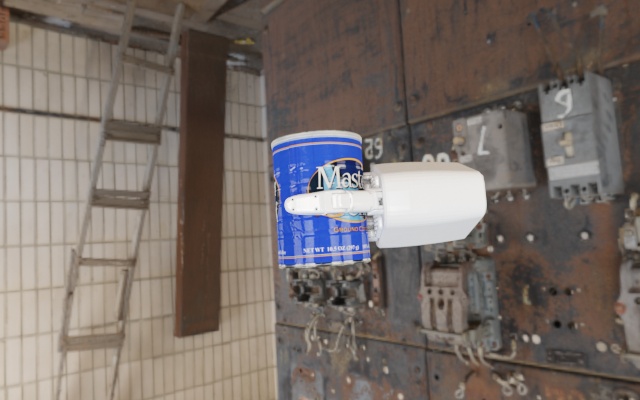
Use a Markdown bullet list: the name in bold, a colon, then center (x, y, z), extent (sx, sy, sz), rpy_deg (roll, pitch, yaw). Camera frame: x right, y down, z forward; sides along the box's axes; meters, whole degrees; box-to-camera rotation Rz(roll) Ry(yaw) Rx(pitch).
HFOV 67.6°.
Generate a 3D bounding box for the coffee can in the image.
- **coffee can**: center (0.000, 0.002, 0.536), extent (0.103, 0.140, 0.103), rpy_deg (-4, -5, 0)
